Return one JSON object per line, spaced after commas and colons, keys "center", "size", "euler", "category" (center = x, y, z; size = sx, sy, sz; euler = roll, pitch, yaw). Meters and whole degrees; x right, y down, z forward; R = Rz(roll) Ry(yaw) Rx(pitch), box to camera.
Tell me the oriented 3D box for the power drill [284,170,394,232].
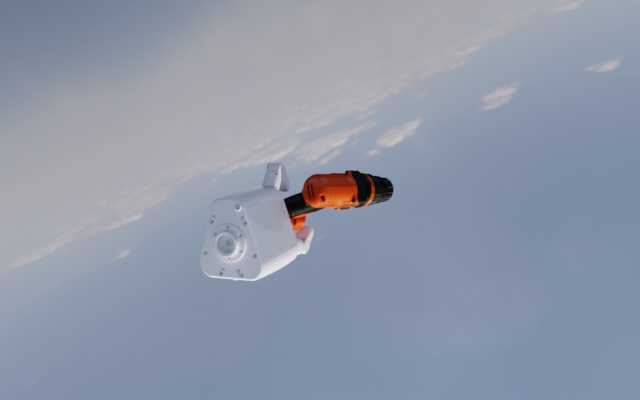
{"center": [0.000, 0.003, 0.744], "size": [0.188, 0.057, 0.184], "euler": [-23, -16, 40], "category": "power drill"}
